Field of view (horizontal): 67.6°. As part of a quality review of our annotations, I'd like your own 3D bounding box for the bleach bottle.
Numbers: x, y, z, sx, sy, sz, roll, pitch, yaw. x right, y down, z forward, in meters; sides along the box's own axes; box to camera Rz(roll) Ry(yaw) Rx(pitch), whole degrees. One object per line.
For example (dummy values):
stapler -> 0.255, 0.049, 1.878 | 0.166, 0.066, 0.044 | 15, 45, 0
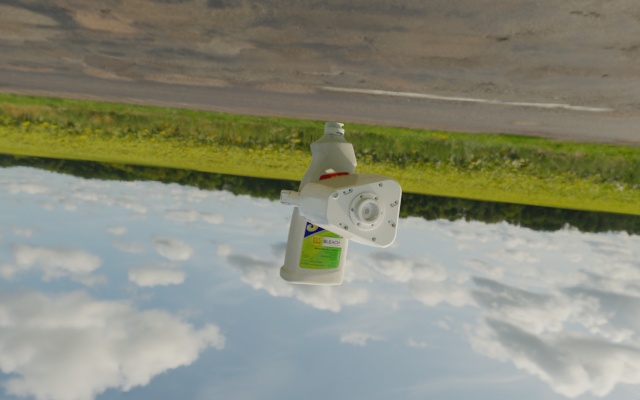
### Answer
bleach bottle -> 0.000, 0.003, 0.752 | 0.102, 0.251, 0.068 | 6, 3, -18
